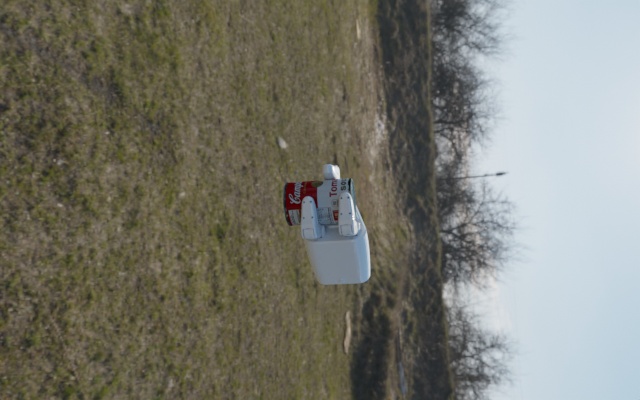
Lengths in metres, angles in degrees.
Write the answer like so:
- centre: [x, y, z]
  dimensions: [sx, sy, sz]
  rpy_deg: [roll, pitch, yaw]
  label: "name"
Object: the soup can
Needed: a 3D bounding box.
- centre: [0.000, 0.002, 0.731]
  dimensions: [0.102, 0.068, 0.068]
  rpy_deg: [-4, -1, 10]
  label: "soup can"
